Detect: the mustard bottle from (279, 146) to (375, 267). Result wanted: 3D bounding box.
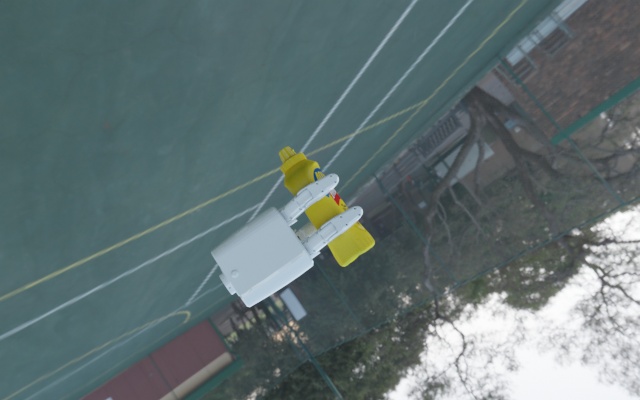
[{"bbox_3d":[0.001,0.002,0.691,0.058,0.191,0.096,-38,-8,13],"label":"mustard bottle"}]
